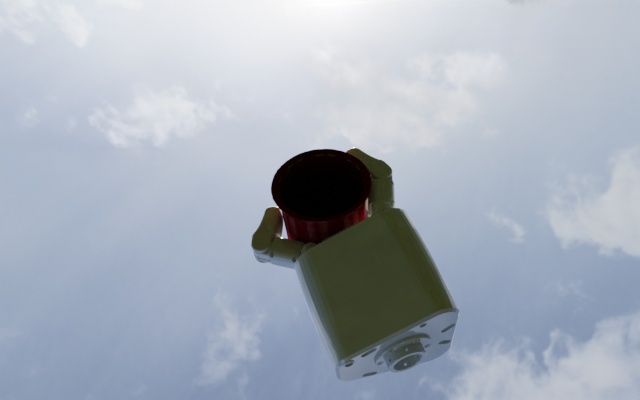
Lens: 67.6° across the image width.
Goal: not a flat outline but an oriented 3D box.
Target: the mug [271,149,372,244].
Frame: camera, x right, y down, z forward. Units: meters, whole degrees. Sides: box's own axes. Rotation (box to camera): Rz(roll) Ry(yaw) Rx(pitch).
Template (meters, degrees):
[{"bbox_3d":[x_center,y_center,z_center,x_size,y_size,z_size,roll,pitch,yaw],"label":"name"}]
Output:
[{"bbox_3d":[0.000,0.001,0.478,0.093,0.117,0.082,-16,-41,-8],"label":"mug"}]
